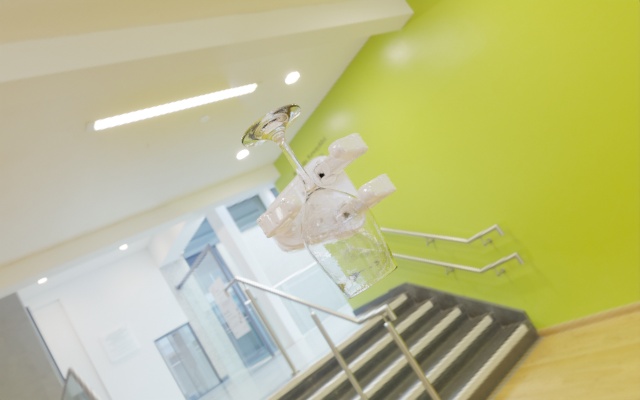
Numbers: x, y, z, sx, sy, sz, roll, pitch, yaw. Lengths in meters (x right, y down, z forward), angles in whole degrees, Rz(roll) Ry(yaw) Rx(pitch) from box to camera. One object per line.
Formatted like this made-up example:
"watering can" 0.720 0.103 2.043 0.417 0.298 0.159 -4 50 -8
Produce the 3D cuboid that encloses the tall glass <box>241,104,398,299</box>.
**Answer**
"tall glass" 0.000 0.001 0.502 0.079 0.201 0.079 -32 -9 -5
